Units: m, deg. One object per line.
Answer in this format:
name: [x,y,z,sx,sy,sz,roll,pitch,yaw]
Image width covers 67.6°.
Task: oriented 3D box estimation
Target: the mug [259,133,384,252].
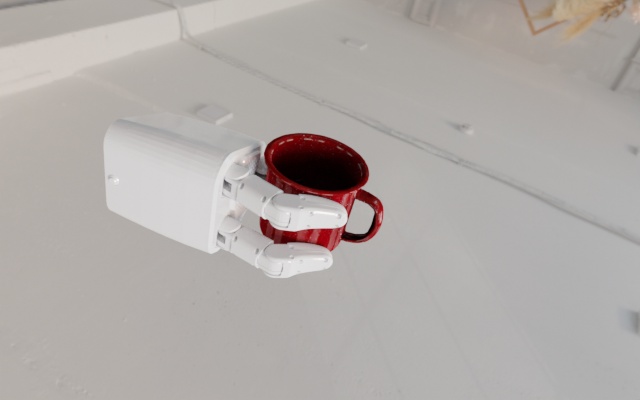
mug: [0.001,0.002,0.433,0.117,0.082,0.093,21,37,8]
